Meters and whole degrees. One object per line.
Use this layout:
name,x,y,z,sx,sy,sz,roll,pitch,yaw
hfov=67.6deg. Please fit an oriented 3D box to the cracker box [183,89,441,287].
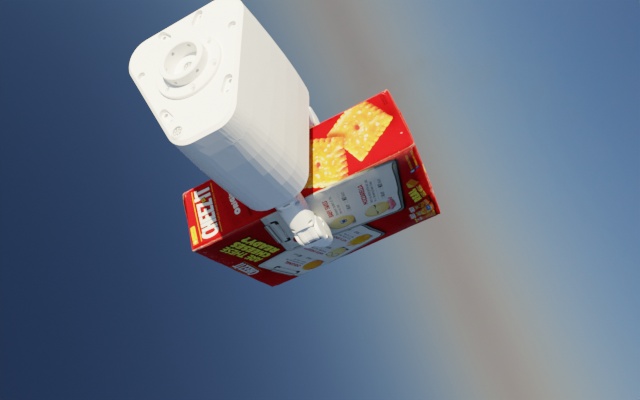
cracker box,0.000,0.002,0.481,0.214,0.072,0.164,-25,-28,11
